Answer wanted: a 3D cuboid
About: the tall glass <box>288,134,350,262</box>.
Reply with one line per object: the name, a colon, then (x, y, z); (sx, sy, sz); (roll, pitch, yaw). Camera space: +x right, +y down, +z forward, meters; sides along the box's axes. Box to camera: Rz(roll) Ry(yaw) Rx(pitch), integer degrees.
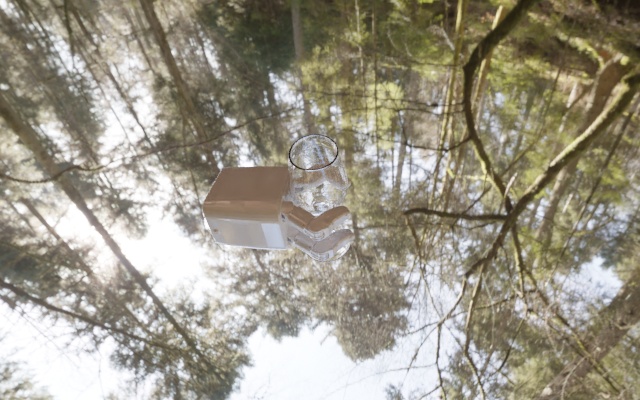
tall glass: (0.000, 0.003, 0.660); (0.079, 0.079, 0.201); (0, -38, 6)
